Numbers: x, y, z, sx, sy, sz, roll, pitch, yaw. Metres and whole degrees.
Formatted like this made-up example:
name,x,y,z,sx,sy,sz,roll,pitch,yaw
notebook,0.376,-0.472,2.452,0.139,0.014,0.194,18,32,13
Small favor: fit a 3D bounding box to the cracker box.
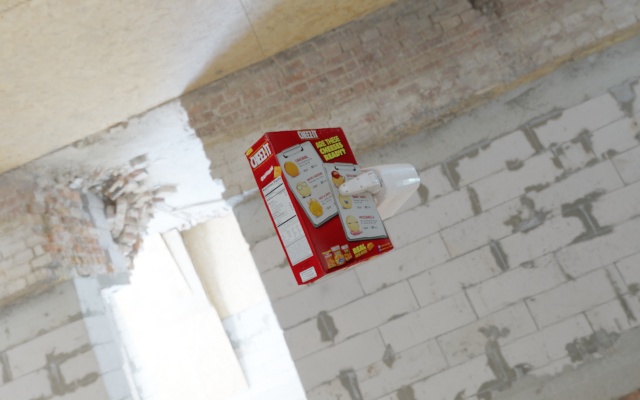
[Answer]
name,x,y,z,sx,sy,sz,roll,pitch,yaw
cracker box,0.000,0.002,0.715,0.164,0.213,0.072,-13,-15,-46
